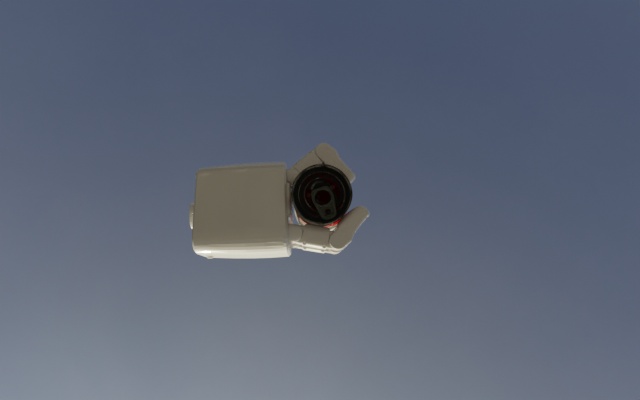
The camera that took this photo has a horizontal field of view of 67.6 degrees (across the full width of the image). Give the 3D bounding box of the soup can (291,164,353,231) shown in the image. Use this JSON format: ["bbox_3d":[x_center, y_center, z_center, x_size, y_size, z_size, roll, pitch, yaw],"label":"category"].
[{"bbox_3d":[0.001,0.002,0.574,0.068,0.068,0.102,0,-11,-2],"label":"soup can"}]
